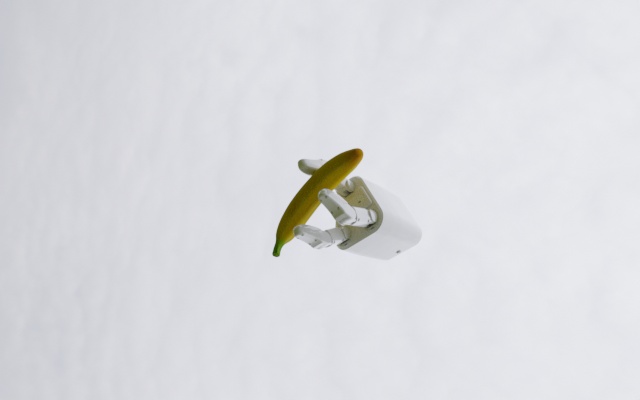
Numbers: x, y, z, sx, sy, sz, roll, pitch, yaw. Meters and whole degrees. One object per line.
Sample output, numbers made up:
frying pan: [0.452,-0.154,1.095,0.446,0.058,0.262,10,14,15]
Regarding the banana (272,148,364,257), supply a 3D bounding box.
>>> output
banana: [-0.007,-0.004,0.691,0.037,0.198,0.069,29,17,-29]
